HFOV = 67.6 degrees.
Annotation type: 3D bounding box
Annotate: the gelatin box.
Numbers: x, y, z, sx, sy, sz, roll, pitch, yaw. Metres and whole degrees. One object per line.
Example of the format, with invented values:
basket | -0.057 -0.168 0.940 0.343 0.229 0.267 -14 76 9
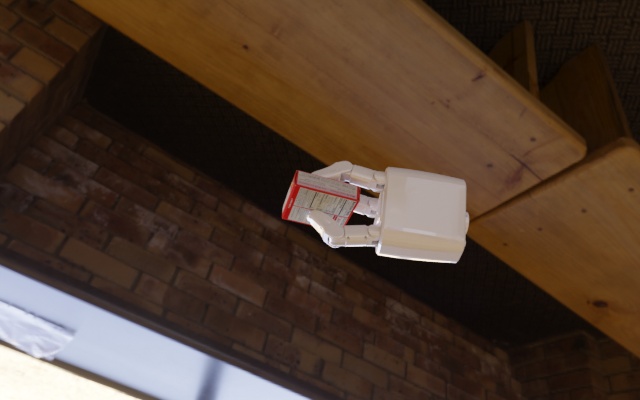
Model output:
gelatin box | 0.000 0.002 0.636 0.089 0.030 0.073 13 -41 -10
